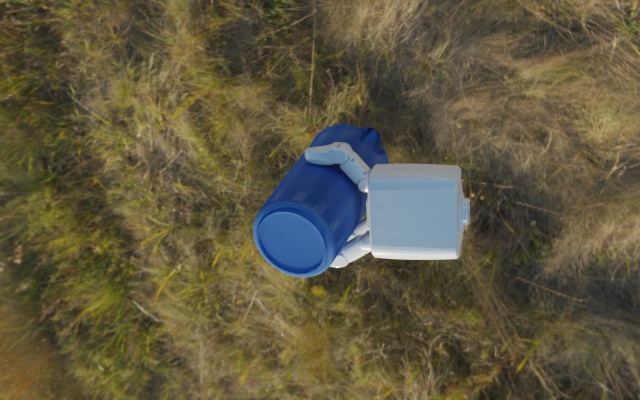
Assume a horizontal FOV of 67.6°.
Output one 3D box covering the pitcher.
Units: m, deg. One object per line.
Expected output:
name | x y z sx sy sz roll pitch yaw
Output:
pitcher | 0.000 0.002 0.665 0.145 0.149 0.242 1 28 22
